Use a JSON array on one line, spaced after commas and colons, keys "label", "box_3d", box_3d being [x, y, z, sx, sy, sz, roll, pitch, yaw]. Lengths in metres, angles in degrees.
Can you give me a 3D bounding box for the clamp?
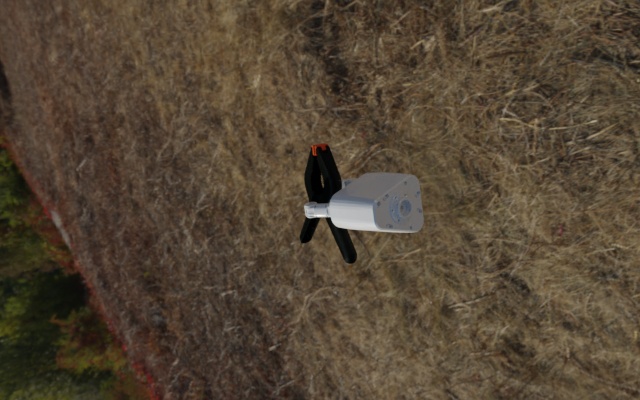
[{"label": "clamp", "box_3d": [0.000, 0.002, 0.871, 0.036, 0.210, 0.164, -13, 10, -33]}]
